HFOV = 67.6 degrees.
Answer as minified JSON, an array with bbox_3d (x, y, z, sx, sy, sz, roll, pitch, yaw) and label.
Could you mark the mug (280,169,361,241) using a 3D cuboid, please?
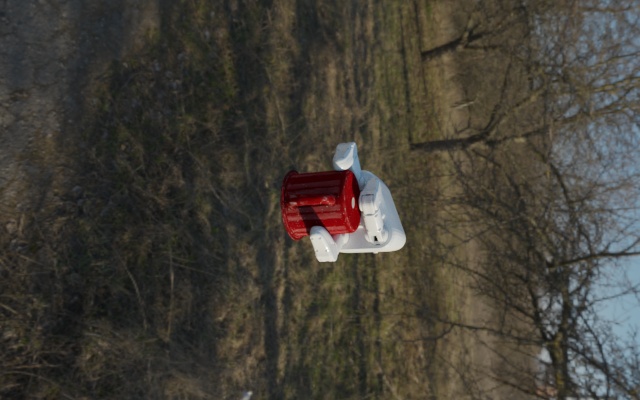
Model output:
[{"bbox_3d":[0.000,0.002,0.603,0.081,0.093,0.117,-4,-8,20],"label":"mug"}]
